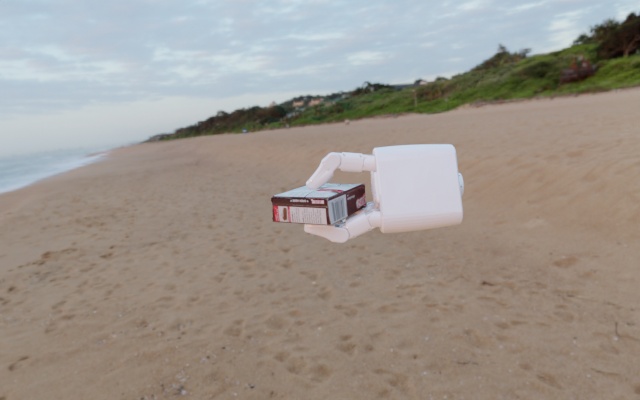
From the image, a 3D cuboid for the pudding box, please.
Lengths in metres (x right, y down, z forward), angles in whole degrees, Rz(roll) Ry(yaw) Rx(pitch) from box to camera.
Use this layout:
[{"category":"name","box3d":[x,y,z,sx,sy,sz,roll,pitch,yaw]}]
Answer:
[{"category":"pudding box","box3d":[0.000,0.002,0.654,0.090,0.039,0.113,1,11,30]}]
